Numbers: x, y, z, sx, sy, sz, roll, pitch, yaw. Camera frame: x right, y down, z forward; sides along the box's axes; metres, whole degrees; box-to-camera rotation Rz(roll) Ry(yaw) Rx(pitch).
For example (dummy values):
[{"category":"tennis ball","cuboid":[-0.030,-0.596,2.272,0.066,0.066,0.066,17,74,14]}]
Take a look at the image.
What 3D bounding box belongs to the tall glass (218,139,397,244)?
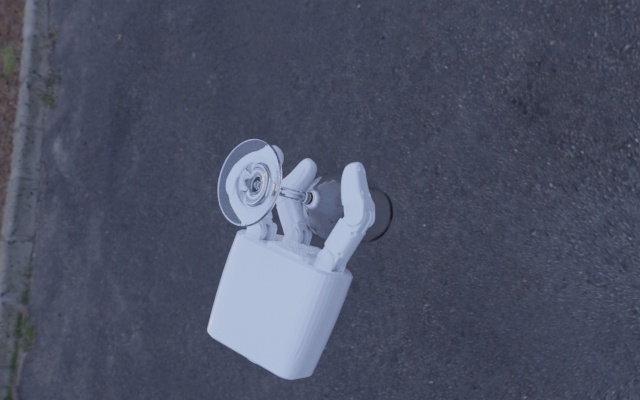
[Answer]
[{"category":"tall glass","cuboid":[0.000,0.001,0.470,0.079,0.079,0.201,0,-9,38]}]
